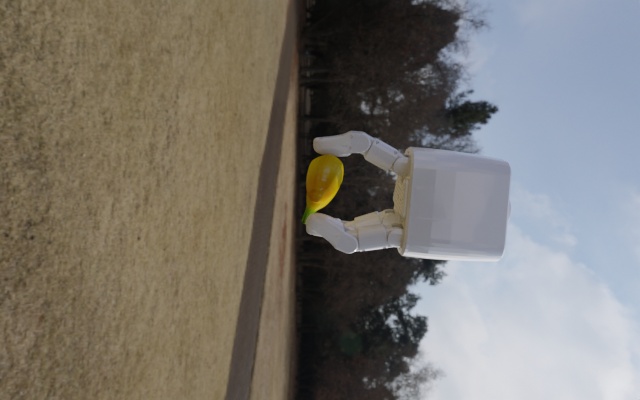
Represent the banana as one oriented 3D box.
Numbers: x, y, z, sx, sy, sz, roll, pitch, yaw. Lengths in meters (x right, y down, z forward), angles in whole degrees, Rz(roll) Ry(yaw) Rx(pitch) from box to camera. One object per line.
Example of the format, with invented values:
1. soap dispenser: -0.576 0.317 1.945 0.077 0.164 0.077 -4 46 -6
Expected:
1. banana: 0.004 -0.016 0.516 0.037 0.069 0.198 11 -10 0
